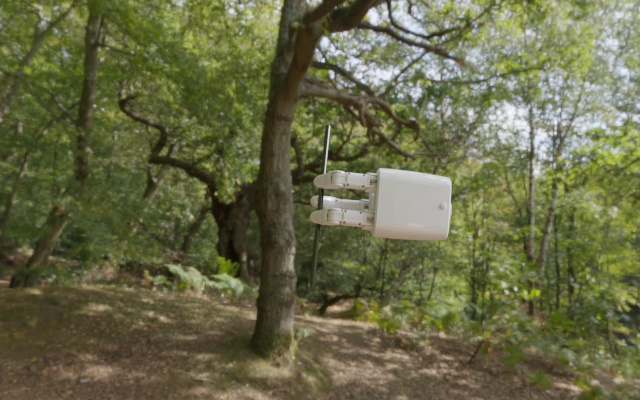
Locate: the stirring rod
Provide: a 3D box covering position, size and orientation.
[{"bbox_3d":[0.000,0.002,0.724,0.011,0.239,0.011,6,-9,1],"label":"stirring rod"}]
